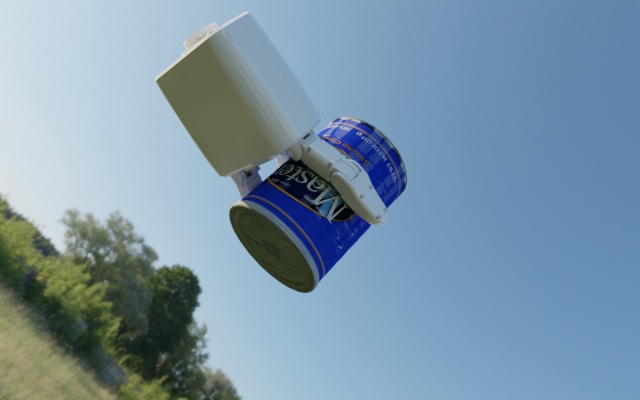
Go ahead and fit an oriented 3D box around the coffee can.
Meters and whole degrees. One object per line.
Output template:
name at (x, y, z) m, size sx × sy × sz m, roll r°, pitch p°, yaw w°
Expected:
coffee can at (0.000, 0.002, 0.451) m, size 0.140 × 0.103 × 0.103 m, roll -44°, pitch 24°, yaw -28°
